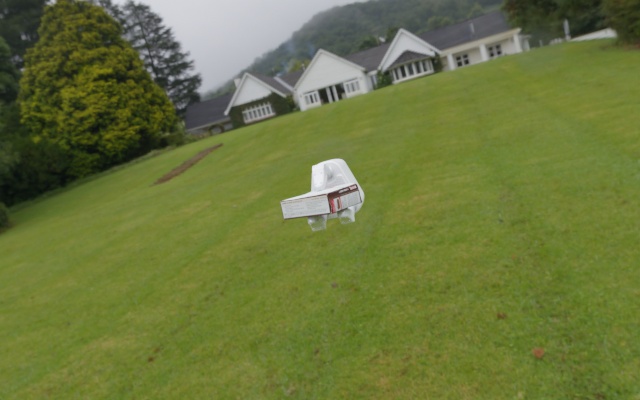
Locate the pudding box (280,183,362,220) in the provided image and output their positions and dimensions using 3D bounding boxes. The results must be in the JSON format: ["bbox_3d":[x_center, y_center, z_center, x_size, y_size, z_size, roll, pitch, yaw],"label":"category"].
[{"bbox_3d":[0.000,0.003,0.829,0.113,0.039,0.090,-11,6,41],"label":"pudding box"}]
